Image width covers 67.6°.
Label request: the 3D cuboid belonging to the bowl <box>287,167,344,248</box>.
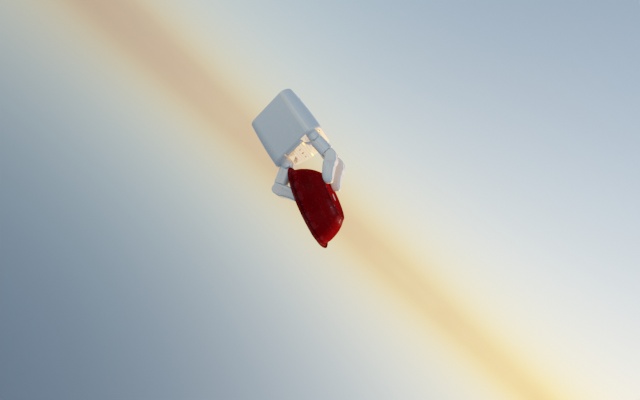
[{"bbox_3d":[0.001,0.004,0.867,0.055,0.162,0.162,-24,-4,9],"label":"bowl"}]
